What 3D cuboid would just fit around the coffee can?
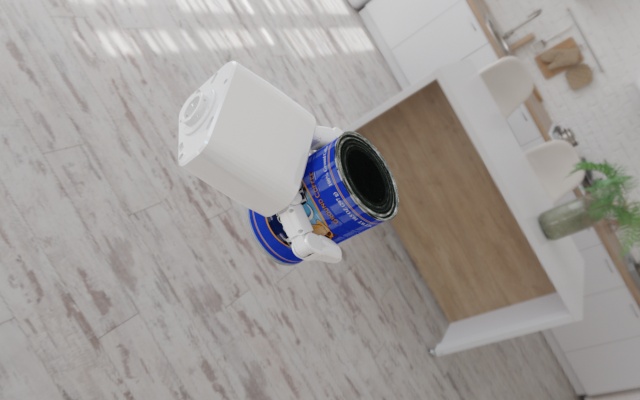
[{"bbox_3d":[0.000,0.002,0.531,0.140,0.102,0.103,-29,-17,34],"label":"coffee can"}]
